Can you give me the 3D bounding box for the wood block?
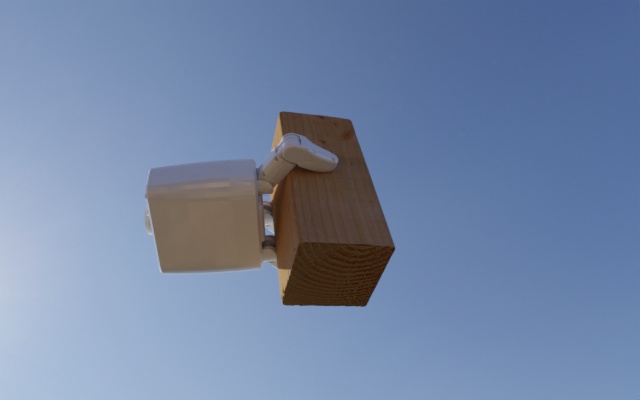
[{"bbox_3d":[0.000,0.001,0.510,0.090,0.091,0.206,4,41,-15],"label":"wood block"}]
